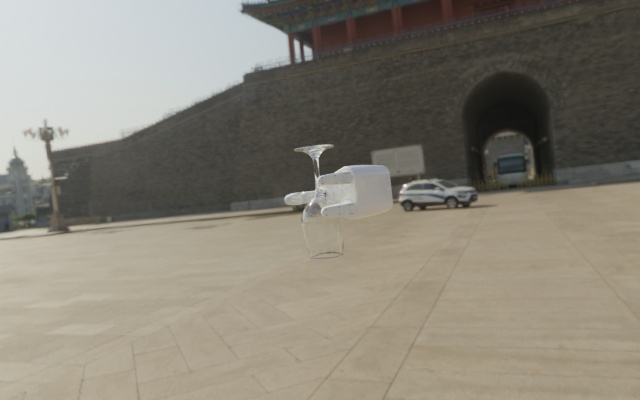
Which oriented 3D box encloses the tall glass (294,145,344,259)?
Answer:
[{"bbox_3d":[0.000,0.002,0.870,0.079,0.201,0.079,-6,2,0],"label":"tall glass"}]
